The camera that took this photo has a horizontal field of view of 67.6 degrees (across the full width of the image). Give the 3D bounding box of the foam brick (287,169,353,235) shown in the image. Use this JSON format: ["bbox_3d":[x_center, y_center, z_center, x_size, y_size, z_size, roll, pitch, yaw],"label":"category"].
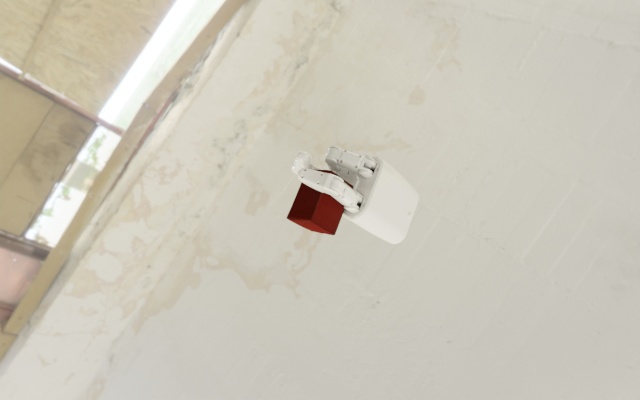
[{"bbox_3d":[0.000,0.002,0.659,0.053,0.078,0.051,6,-21,48],"label":"foam brick"}]
